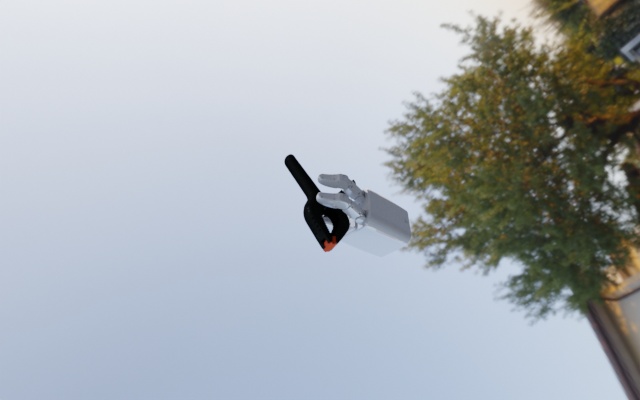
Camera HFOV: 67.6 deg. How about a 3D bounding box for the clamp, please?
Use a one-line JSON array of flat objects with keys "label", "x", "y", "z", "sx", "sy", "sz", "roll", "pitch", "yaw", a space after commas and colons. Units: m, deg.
[{"label": "clamp", "x": 0.000, "y": 0.004, "z": 0.897, "sx": 0.164, "sy": 0.209, "sz": 0.036, "roll": 24, "pitch": -51, "yaw": -20}]
